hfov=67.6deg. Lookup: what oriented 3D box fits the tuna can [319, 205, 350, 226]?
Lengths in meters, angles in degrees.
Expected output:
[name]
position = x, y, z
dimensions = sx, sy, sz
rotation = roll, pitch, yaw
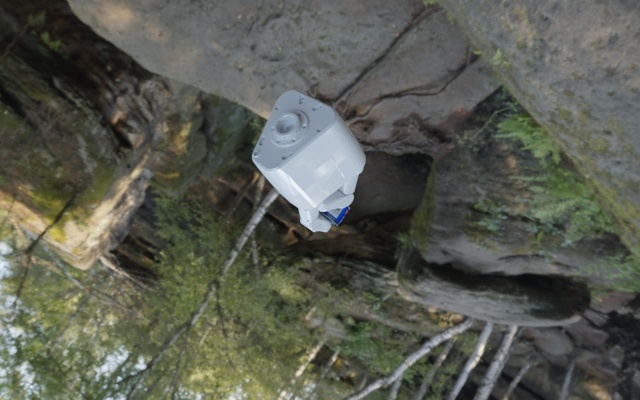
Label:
[tuna can]
position = 0.000, 0.003, 0.718
dimensions = 0.086, 0.033, 0.086
rotation = 33, -7, 4
